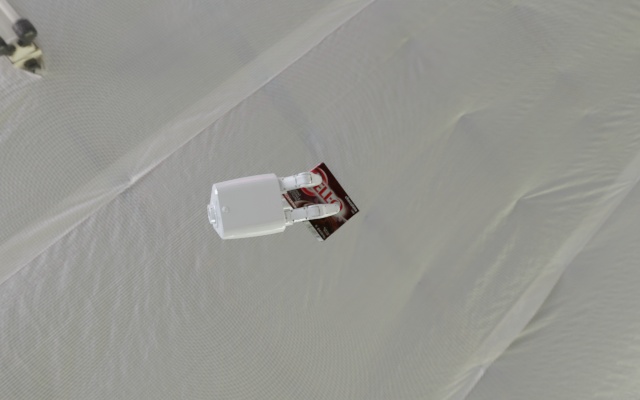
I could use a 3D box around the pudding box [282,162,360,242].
[{"bbox_3d":[0.000,0.003,0.845,0.090,0.113,0.039,-39,7,-20],"label":"pudding box"}]
